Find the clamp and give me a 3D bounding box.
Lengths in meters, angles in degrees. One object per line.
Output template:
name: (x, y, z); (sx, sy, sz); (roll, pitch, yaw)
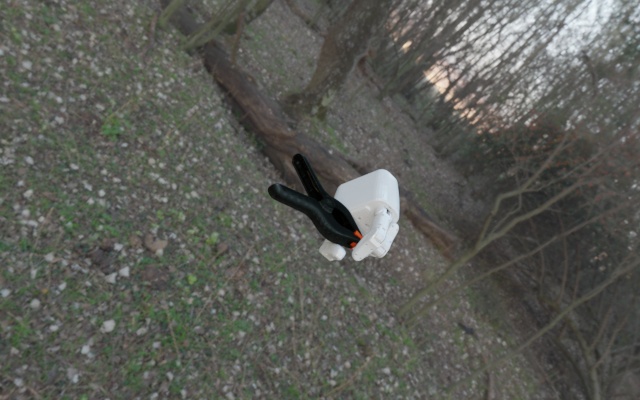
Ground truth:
clamp: (0.001, 0.002, 0.738); (0.171, 0.120, 0.039); (42, -50, -19)
